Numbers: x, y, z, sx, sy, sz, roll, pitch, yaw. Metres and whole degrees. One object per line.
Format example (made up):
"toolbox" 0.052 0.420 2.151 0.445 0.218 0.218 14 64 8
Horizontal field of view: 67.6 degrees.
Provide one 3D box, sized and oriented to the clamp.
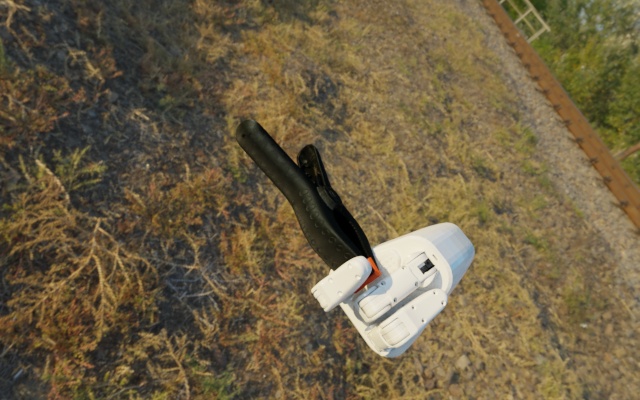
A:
"clamp" 0.001 0.001 0.434 0.039 0.171 0.120 -39 -13 25
